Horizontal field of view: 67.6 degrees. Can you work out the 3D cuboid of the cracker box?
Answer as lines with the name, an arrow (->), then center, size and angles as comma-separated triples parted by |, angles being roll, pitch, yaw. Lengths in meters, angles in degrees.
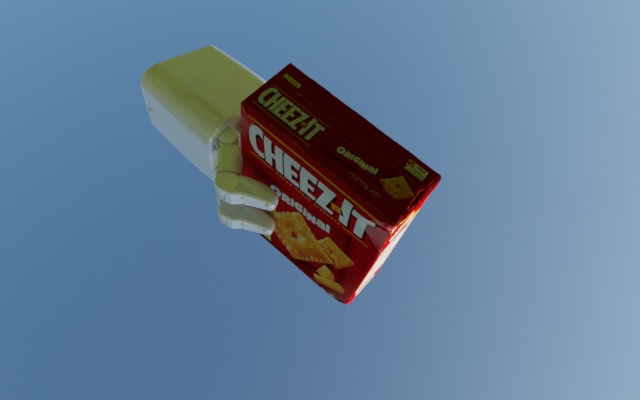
cracker box -> 0.000, 0.001, 0.468 | 0.164, 0.072, 0.214 | 39, -26, 13
